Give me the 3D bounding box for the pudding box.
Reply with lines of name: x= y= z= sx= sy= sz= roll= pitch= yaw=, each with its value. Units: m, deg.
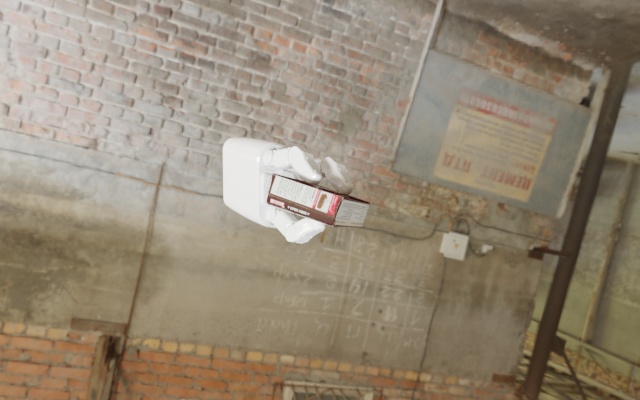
pudding box: x=0.000 y=0.002 z=0.568 sx=0.090 sy=0.039 sz=0.113 roll=18 pitch=5 yaw=21
